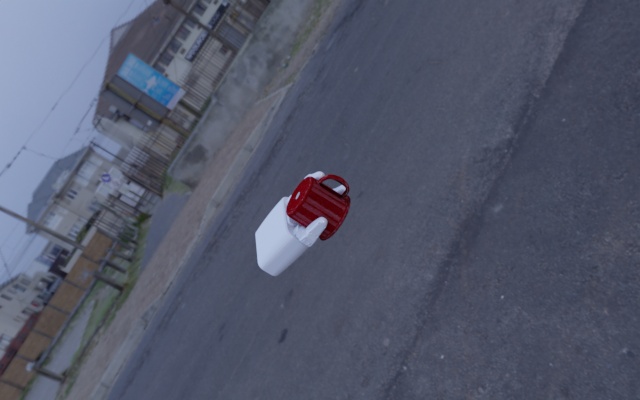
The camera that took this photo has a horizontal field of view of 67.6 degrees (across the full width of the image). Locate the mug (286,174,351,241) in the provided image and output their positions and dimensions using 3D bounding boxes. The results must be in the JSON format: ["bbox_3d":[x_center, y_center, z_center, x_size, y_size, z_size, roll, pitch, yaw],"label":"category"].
[{"bbox_3d":[0.001,0.002,0.831,0.081,0.117,0.093,32,29,-18],"label":"mug"}]
